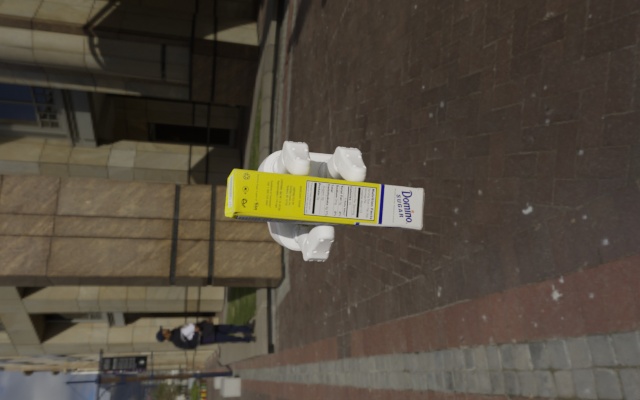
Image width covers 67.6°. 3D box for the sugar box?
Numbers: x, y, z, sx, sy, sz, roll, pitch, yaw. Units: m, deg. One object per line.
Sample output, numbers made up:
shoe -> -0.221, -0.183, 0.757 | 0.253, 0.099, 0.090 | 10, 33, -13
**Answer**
sugar box -> 0.000, 0.001, 0.462 | 0.176, 0.048, 0.093 | 3, -2, -15
